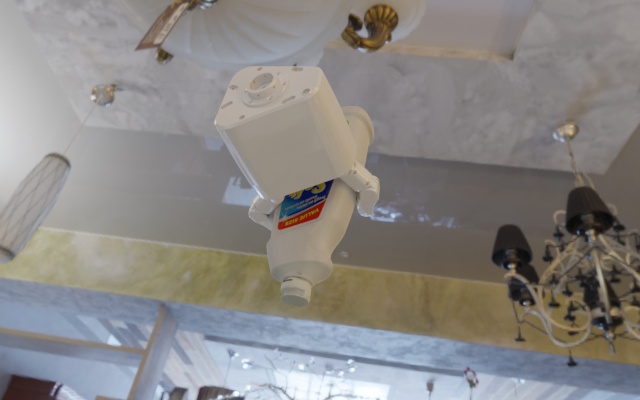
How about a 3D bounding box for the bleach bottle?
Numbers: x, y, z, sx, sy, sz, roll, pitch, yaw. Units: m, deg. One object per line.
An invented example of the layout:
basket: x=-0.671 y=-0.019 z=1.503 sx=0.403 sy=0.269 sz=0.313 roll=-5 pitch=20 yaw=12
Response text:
bleach bottle: x=0.000 y=0.002 z=0.552 sx=0.102 sy=0.250 sz=0.068 roll=-5 pitch=-40 yaw=20
